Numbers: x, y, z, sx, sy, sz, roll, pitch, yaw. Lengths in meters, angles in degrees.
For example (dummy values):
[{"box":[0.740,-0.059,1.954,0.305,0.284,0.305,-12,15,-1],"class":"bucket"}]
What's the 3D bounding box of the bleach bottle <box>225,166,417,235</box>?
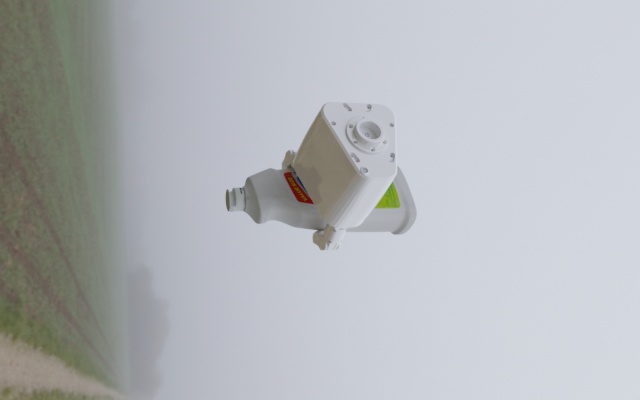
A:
[{"box":[0.000,0.002,0.649,0.251,0.102,0.068,-2,-31,-21],"class":"bleach bottle"}]
